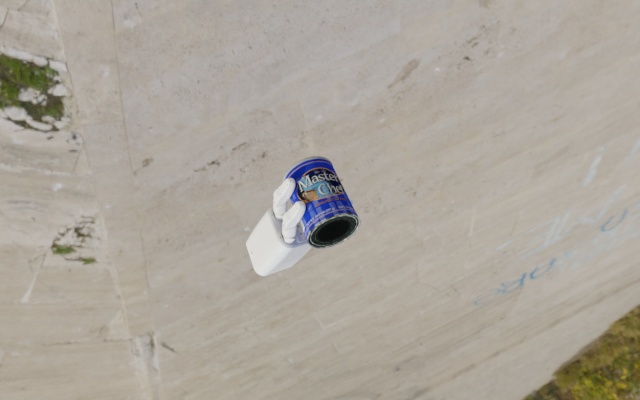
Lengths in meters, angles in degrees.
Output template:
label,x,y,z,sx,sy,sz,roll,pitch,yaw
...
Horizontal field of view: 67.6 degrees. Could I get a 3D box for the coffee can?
label,x,y,z,sx,sy,sz,roll,pitch,yaw
coffee can,0.000,0.003,0.886,0.103,0.140,0.103,-17,-33,-12
